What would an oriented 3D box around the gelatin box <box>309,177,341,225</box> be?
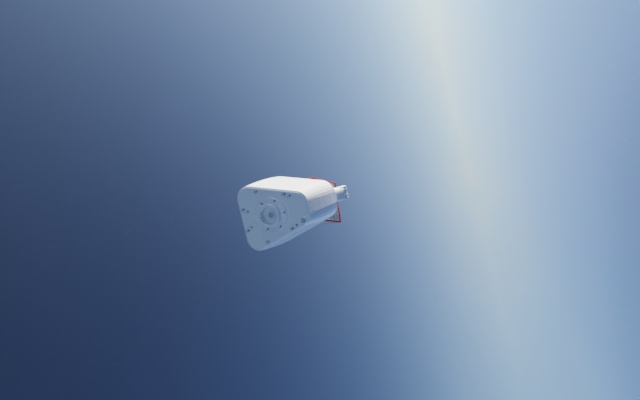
[{"bbox_3d":[0.001,0.003,0.818,0.030,0.073,0.089,-13,-10,26],"label":"gelatin box"}]
